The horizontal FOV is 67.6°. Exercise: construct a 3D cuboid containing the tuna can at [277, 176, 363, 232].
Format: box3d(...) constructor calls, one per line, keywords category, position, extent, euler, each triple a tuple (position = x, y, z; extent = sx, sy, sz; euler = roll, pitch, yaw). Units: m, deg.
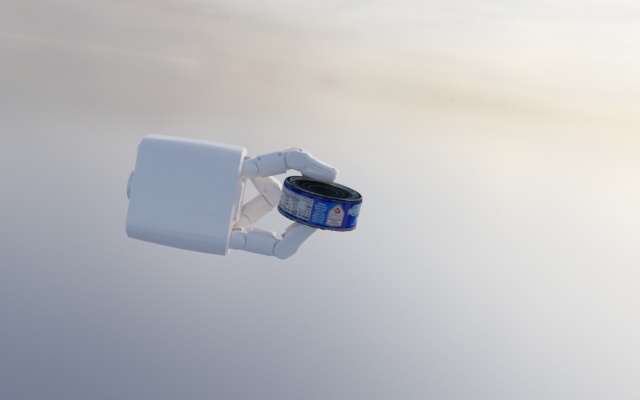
box3d(category="tuna can", position=(0.000, 0.001, 0.498), extent=(0.086, 0.034, 0.086), euler=(13, 13, -3))
